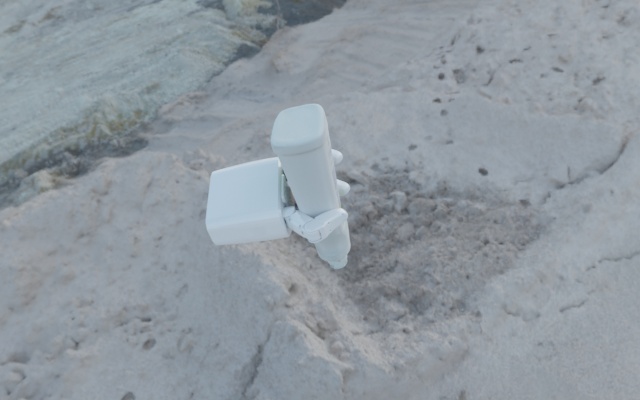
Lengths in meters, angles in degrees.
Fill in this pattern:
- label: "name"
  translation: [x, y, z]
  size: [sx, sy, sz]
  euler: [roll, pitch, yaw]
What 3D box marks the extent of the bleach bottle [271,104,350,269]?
- label: "bleach bottle"
  translation: [0.000, 0.002, 0.651]
  size: [0.068, 0.251, 0.102]
  euler: [-10, 36, 8]
